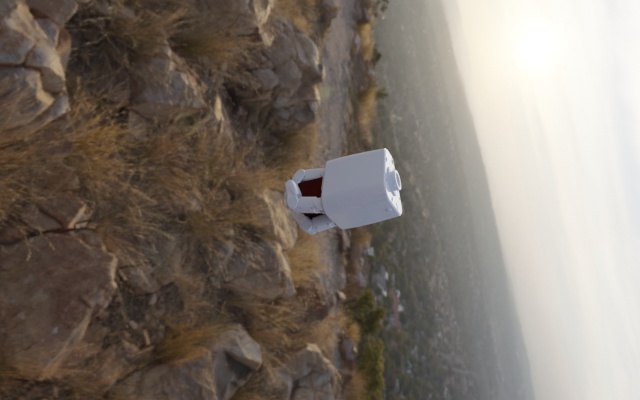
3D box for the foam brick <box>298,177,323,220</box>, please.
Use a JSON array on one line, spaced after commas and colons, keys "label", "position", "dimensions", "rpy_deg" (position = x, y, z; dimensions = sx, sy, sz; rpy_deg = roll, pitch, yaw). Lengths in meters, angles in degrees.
[{"label": "foam brick", "position": [0.000, 0.003, 0.830], "dimensions": [0.051, 0.053, 0.078], "rpy_deg": [-13, -29, 21]}]
